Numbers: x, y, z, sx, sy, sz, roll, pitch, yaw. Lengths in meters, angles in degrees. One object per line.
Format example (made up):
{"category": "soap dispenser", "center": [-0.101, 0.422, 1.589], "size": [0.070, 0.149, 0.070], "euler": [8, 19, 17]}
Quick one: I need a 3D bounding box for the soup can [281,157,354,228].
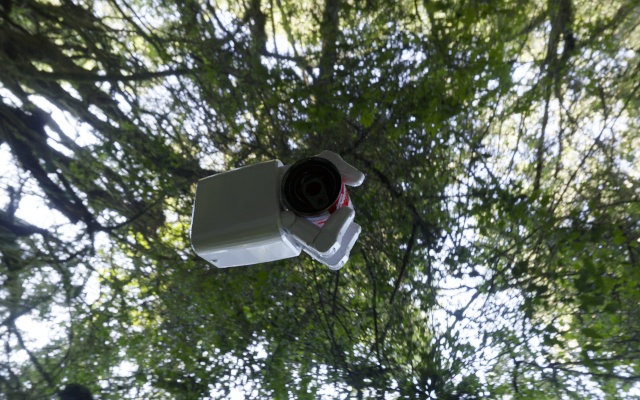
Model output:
{"category": "soup can", "center": [0.001, 0.002, 0.560], "size": [0.068, 0.068, 0.102], "euler": [0, -22, 13]}
